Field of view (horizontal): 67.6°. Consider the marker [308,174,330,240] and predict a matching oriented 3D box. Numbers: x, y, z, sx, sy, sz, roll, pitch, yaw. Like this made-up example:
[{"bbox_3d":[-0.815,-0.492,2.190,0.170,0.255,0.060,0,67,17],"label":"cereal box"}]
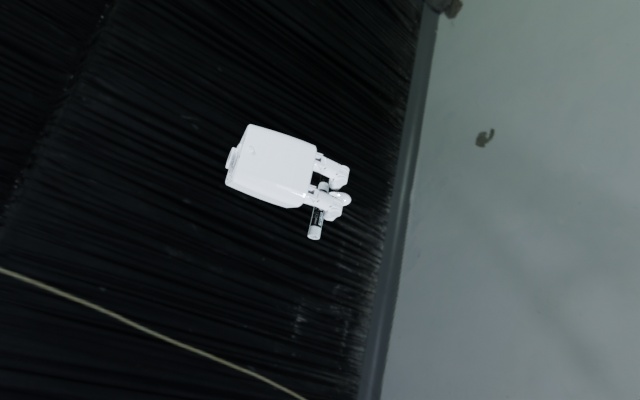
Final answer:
[{"bbox_3d":[0.000,0.002,0.754,0.020,0.121,0.020,9,-24,4],"label":"marker"}]
